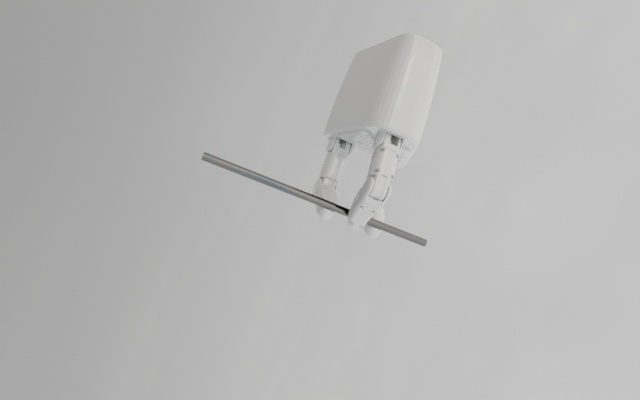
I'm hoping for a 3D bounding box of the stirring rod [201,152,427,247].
[{"bbox_3d":[0.000,0.001,0.469,0.239,0.011,0.011,21,-5,-14],"label":"stirring rod"}]
